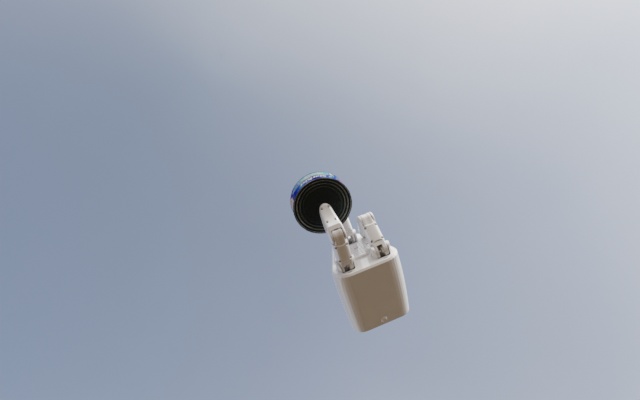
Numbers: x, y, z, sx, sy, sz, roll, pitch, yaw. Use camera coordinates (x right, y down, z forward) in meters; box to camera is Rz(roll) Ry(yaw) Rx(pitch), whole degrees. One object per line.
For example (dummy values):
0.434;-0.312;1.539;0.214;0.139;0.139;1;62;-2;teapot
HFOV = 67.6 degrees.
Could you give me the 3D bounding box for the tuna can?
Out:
0.000;0.002;0.690;0.086;0.086;0.033;0;22;-14;tuna can
